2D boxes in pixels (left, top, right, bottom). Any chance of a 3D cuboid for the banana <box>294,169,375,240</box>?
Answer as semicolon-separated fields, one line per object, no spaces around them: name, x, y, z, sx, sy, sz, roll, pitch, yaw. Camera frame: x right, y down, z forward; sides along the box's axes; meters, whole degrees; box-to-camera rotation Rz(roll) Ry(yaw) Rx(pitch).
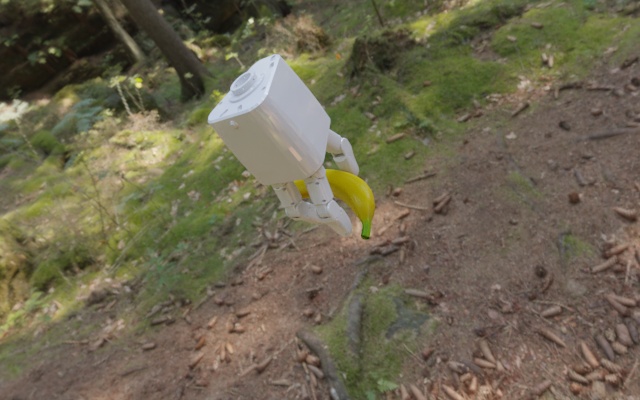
banana;0.013;-0.011;0.651;0.037;0.069;0.197;45;-12;-36
